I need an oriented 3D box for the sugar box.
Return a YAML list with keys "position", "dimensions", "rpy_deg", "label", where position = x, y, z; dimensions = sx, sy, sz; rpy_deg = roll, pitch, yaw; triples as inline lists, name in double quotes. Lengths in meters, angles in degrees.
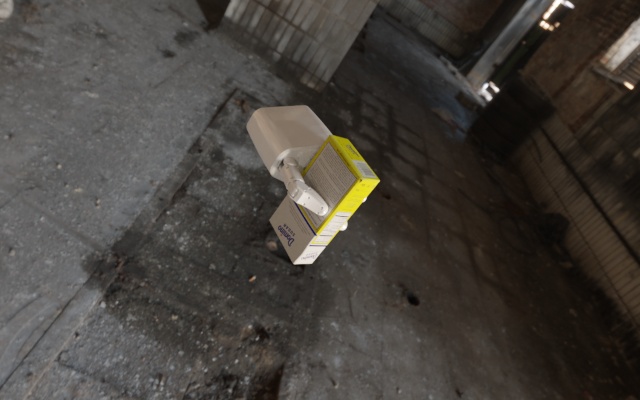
- position: [0.000, 0.002, 0.697]
  dimensions: [0.048, 0.093, 0.176]
  rpy_deg: [4, -47, -43]
  label: "sugar box"
